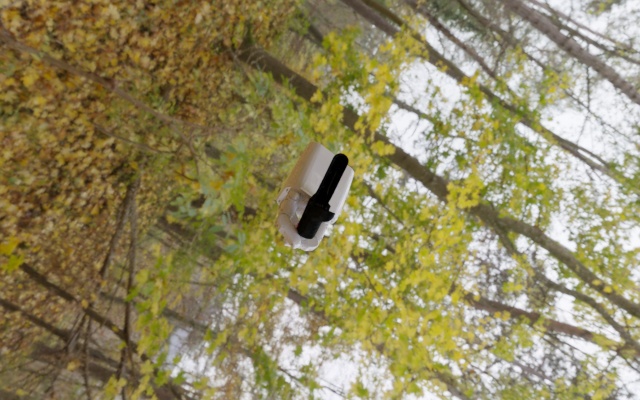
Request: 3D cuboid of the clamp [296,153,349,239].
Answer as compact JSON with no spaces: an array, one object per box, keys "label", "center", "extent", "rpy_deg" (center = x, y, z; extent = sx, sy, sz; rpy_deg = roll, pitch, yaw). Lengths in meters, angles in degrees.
[{"label":"clamp","center":[0.001,0.003,0.760],"extent":[0.039,0.120,0.171],"rpy_deg":[28,-27,-8]}]
